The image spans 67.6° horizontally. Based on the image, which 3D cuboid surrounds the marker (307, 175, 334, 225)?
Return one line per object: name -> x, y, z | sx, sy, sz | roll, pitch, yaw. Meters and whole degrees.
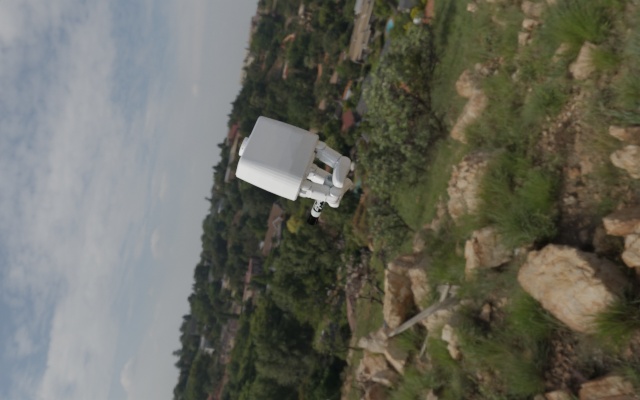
marker -> 0.000, 0.003, 0.822 | 0.020, 0.020, 0.121 | 0, -39, -21
